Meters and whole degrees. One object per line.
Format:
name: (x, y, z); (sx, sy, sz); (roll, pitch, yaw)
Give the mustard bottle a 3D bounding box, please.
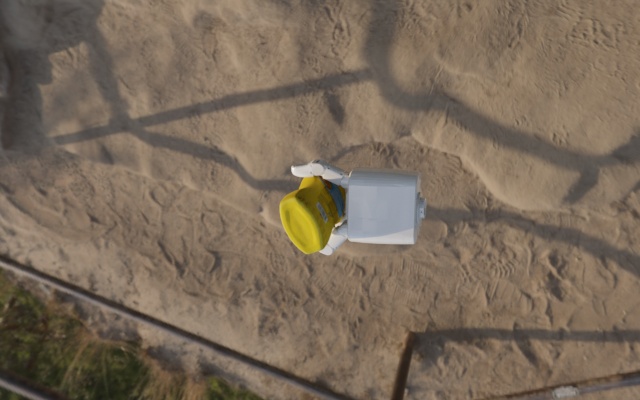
mustard bottle: (0.000, 0.003, 0.789); (0.058, 0.096, 0.191); (-22, 15, 27)
